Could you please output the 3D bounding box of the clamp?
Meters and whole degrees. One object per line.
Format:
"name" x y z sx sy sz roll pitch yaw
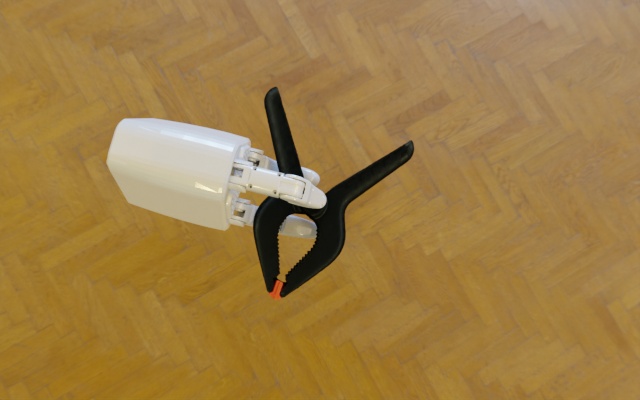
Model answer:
"clamp" 0.000 0.002 0.487 0.164 0.210 0.036 14 -7 -2
